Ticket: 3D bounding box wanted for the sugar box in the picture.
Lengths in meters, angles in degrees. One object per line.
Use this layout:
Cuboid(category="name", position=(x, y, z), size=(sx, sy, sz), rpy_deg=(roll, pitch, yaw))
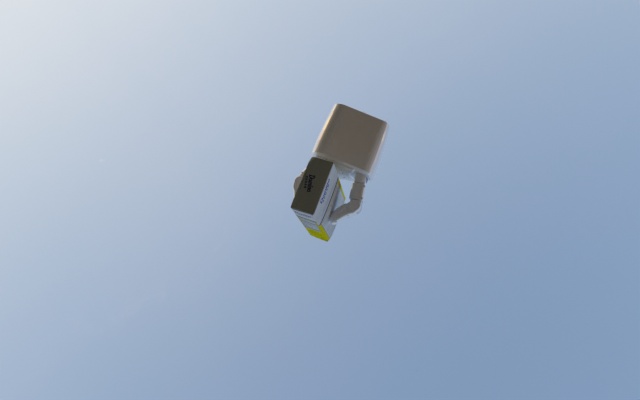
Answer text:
Cuboid(category="sugar box", position=(0.000, 0.002, 0.809), size=(0.048, 0.093, 0.176), rpy_deg=(17, -15, 17))
